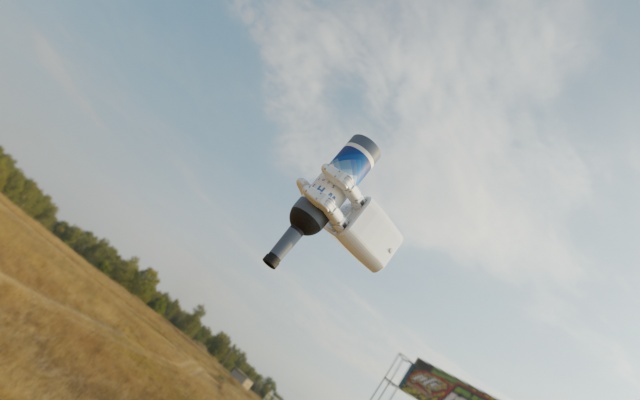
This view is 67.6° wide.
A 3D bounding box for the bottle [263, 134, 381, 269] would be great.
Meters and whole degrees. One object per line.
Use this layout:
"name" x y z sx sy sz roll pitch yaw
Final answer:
"bottle" 0.000 0.003 0.857 0.069 0.295 0.069 33 -23 16
